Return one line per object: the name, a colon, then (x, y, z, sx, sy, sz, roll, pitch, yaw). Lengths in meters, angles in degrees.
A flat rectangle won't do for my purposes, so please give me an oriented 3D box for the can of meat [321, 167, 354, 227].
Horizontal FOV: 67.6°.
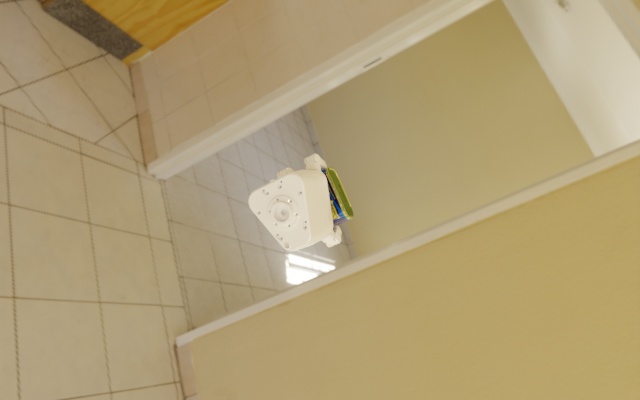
can of meat: (0.000, 0.003, 0.826, 0.084, 0.102, 0.057, -25, -6, 18)
